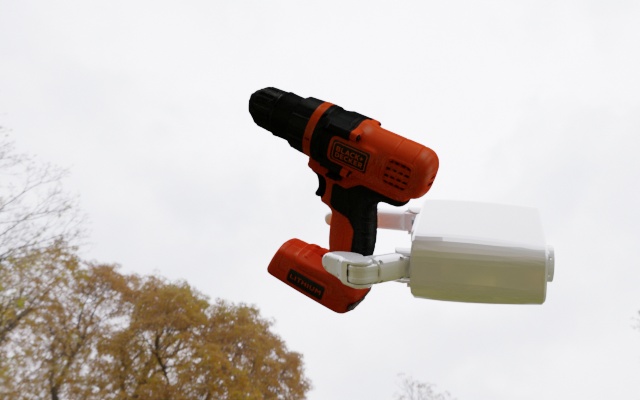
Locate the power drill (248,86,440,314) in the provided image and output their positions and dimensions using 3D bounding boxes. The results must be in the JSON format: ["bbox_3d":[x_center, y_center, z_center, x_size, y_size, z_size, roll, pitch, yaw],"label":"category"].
[{"bbox_3d":[0.000,0.002,0.448,0.184,0.188,0.057,27,35,22],"label":"power drill"}]
